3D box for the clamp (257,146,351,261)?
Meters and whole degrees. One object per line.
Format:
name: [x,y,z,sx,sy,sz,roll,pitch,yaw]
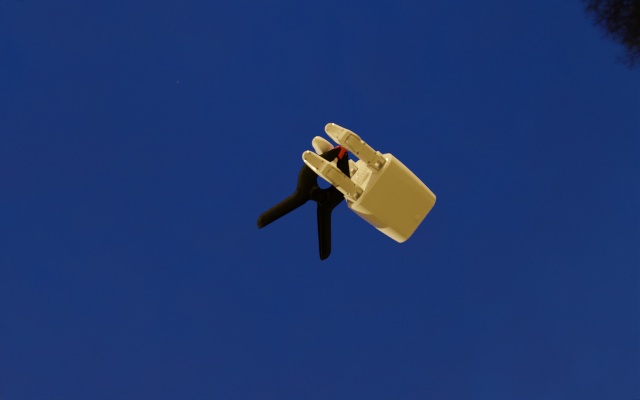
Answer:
clamp: [0.000,0.002,0.711,0.120,0.171,0.039,37,1,-19]
